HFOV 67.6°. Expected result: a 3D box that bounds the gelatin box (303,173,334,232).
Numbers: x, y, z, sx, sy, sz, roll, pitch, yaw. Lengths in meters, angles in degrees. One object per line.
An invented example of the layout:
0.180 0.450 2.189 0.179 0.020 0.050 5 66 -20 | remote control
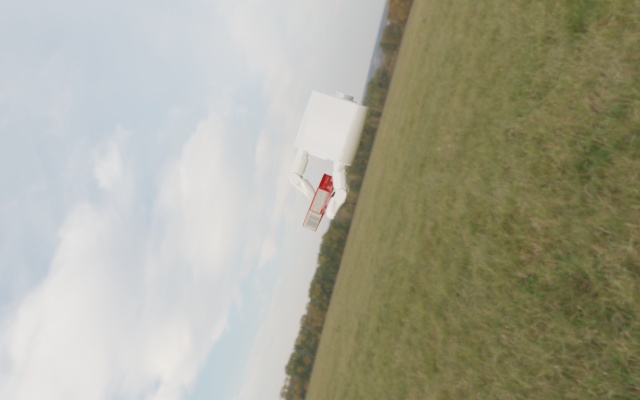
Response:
0.000 0.003 0.890 0.030 0.089 0.073 22 24 0 | gelatin box
